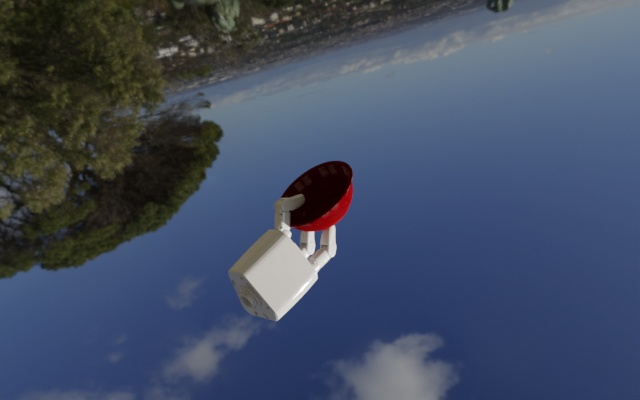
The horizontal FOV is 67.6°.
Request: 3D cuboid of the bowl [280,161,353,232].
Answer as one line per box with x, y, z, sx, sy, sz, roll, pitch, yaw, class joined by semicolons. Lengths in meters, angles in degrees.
0.001;0.002;0.862;0.162;0.162;0.055;0;-42;45;bowl
